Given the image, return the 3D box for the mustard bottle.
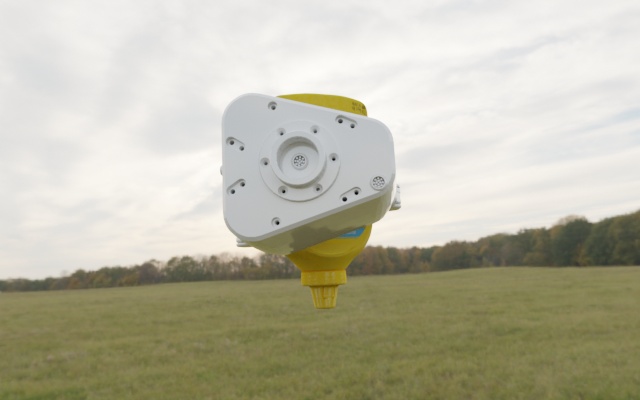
[{"bbox_3d":[0.000,0.001,0.439,0.096,0.191,0.058,0,-9,-19],"label":"mustard bottle"}]
